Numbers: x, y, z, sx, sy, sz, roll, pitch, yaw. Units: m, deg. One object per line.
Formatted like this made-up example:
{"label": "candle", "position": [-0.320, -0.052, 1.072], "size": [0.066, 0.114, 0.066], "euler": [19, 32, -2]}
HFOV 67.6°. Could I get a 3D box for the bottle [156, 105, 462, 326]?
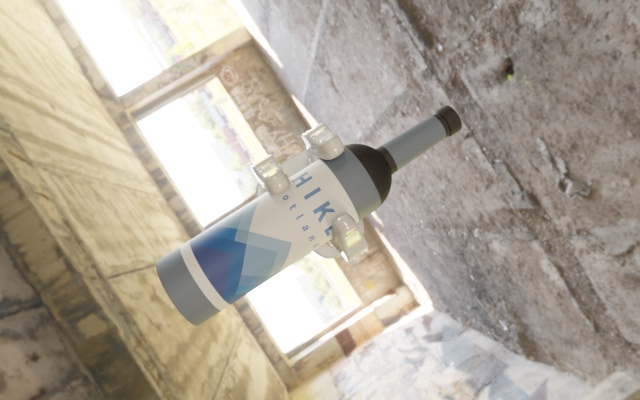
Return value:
{"label": "bottle", "position": [0.000, 0.002, 0.428], "size": [0.295, 0.069, 0.069], "euler": [-33, 4, -6]}
